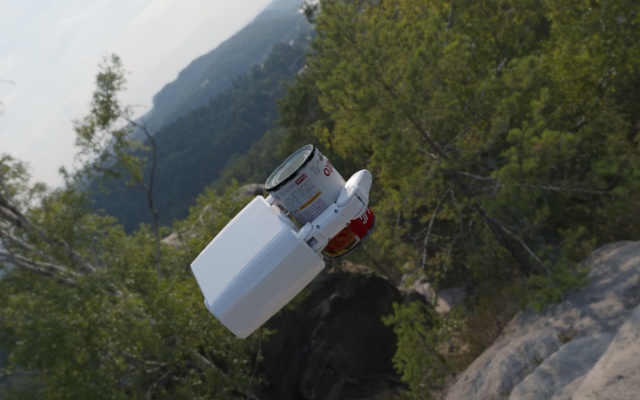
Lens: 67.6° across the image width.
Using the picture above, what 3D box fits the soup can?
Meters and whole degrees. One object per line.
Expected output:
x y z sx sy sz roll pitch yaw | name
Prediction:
0.000 0.001 0.492 0.068 0.102 0.068 -37 19 15 | soup can
